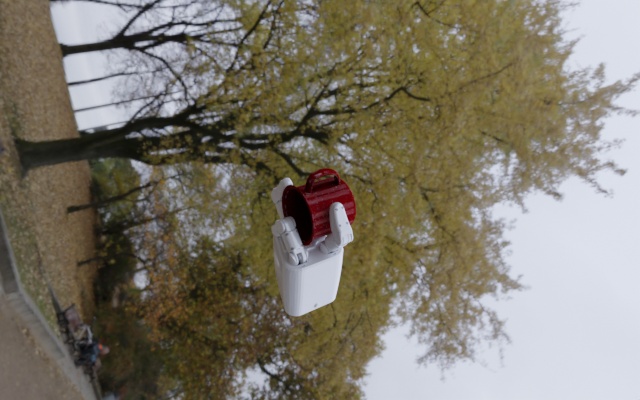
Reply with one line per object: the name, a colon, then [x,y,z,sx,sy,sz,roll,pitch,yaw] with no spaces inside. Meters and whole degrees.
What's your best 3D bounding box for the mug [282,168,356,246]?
mug: [0.000,0.001,0.711,0.081,0.117,0.093,-17,41,-28]
